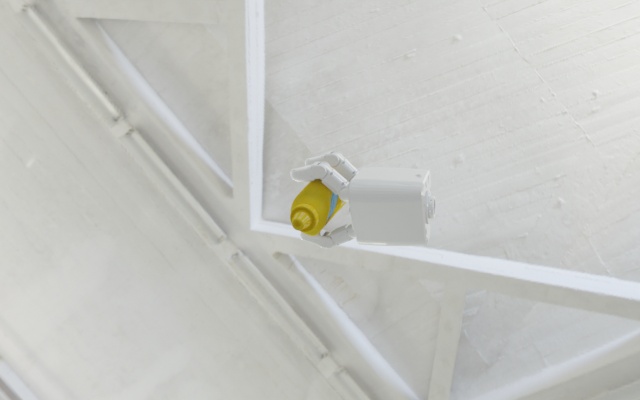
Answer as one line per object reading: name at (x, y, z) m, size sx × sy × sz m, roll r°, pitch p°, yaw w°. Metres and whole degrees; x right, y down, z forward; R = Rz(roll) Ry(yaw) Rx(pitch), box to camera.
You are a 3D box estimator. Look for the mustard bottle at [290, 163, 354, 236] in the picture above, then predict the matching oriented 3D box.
mustard bottle at (0.000, 0.002, 0.747) m, size 0.058 × 0.096 × 0.191 m, roll 25°, pitch 26°, yaw 10°
